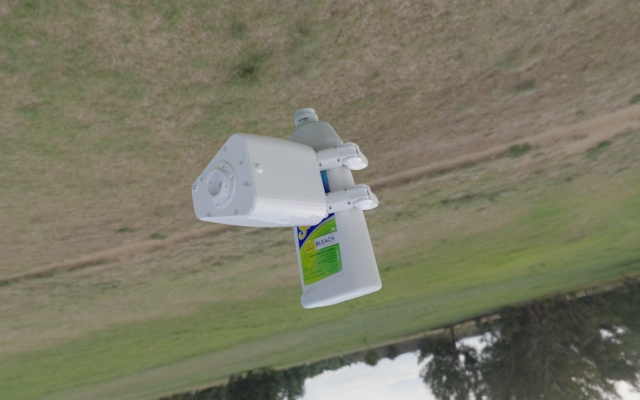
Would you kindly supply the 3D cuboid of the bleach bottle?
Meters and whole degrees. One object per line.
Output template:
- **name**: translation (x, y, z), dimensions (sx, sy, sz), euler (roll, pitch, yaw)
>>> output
- **bleach bottle**: translation (0.000, 0.002, 0.612), dimensions (0.102, 0.250, 0.068), euler (-26, -21, 36)
